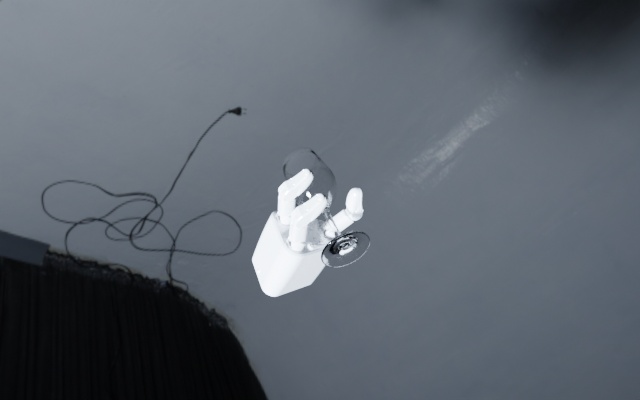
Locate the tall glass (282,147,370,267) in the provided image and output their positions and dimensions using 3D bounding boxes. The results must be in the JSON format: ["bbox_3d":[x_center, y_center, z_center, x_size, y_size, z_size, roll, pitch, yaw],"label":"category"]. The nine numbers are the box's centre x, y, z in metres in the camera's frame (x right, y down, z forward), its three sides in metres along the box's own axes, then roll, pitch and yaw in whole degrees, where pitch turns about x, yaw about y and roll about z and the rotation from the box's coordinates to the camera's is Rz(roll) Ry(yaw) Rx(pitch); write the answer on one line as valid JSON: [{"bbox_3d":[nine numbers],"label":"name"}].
[{"bbox_3d":[0.000,0.003,0.731,0.079,0.079,0.201,0,43,-29],"label":"tall glass"}]
